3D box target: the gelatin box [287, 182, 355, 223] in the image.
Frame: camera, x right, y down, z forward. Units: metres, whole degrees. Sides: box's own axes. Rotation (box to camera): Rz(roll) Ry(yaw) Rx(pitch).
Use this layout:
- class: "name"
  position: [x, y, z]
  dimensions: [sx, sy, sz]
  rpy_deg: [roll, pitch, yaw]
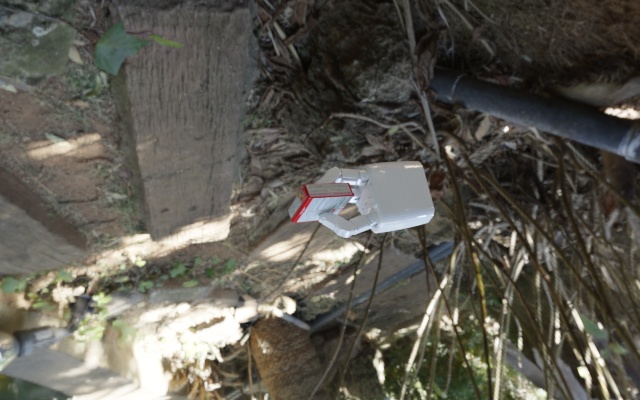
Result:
- class: "gelatin box"
  position: [0.000, 0.003, 0.782]
  dimensions: [0.089, 0.030, 0.073]
  rpy_deg: [-5, -31, -32]
